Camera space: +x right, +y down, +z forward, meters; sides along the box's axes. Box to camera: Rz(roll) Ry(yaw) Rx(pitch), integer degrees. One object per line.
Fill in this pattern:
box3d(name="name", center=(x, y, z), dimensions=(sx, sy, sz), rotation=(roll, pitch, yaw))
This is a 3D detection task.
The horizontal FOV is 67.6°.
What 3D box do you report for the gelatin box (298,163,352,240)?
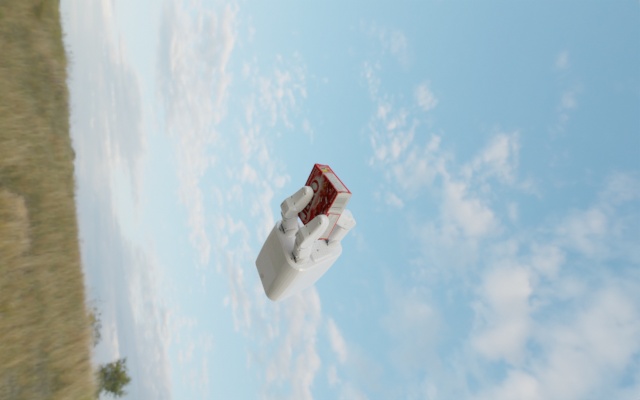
box3d(name="gelatin box", center=(0.001, 0.002, 0.702), dimensions=(0.030, 0.089, 0.073), rotation=(4, 35, -37))
